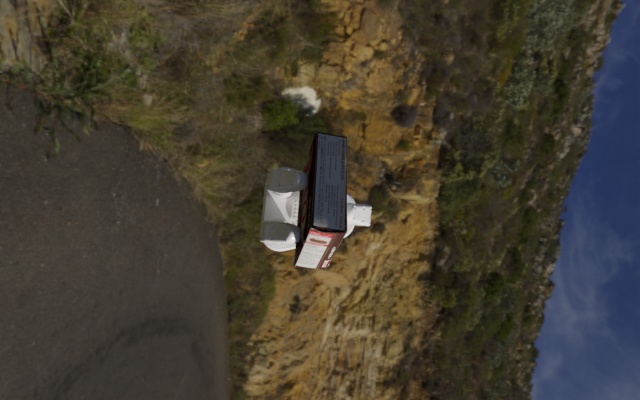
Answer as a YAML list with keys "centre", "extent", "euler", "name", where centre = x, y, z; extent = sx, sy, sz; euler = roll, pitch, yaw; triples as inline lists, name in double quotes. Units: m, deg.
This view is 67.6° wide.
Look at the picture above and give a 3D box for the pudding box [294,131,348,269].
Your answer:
- centre: [0.000, 0.002, 0.485]
  extent: [0.039, 0.113, 0.090]
  euler: [6, -31, -9]
  name: "pudding box"
